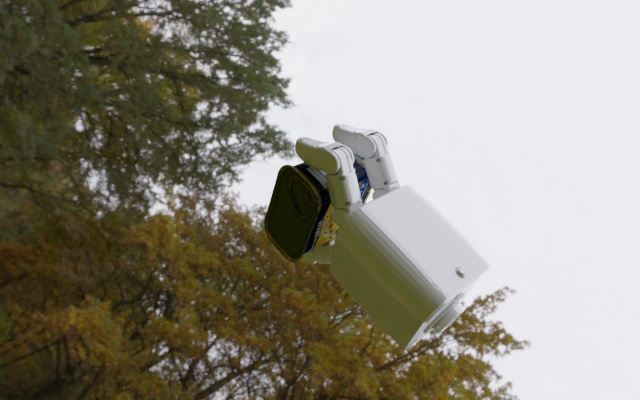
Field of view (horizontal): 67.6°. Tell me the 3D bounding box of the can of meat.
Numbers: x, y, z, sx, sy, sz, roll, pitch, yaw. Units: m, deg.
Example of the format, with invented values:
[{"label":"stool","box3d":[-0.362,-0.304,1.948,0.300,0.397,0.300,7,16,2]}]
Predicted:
[{"label":"can of meat","box3d":[0.000,0.001,0.474,0.084,0.102,0.057,-24,58,-38]}]
